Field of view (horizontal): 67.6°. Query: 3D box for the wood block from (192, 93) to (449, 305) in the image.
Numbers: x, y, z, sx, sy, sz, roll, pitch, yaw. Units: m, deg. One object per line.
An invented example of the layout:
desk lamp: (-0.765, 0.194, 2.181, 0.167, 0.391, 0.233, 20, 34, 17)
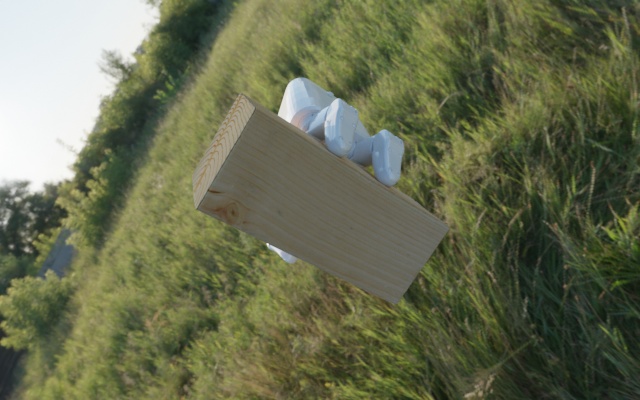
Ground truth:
wood block: (0.000, 0.001, 0.431, 0.206, 0.091, 0.090, 29, 10, -24)
